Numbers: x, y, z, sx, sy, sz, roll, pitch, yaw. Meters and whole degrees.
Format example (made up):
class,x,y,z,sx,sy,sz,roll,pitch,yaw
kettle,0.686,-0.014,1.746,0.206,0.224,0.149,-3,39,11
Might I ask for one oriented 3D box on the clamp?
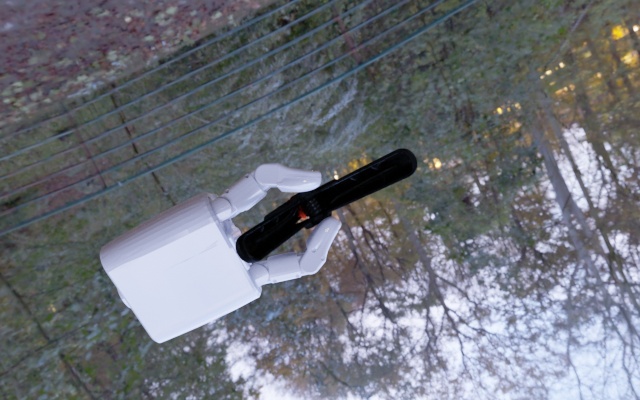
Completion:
class,x,y,z,sx,sy,sz,roll,pitch,yaw
clamp,0.000,0.002,0.468,0.164,0.036,0.210,-27,3,-4
